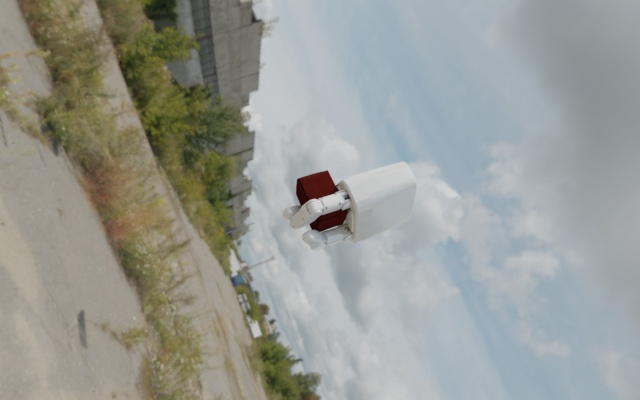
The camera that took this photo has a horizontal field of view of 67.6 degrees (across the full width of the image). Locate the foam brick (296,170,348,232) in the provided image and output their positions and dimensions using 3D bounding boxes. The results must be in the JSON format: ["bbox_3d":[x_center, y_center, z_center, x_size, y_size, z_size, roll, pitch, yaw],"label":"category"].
[{"bbox_3d":[0.000,0.002,0.734,0.051,0.078,0.053,-20,-21,-14],"label":"foam brick"}]
